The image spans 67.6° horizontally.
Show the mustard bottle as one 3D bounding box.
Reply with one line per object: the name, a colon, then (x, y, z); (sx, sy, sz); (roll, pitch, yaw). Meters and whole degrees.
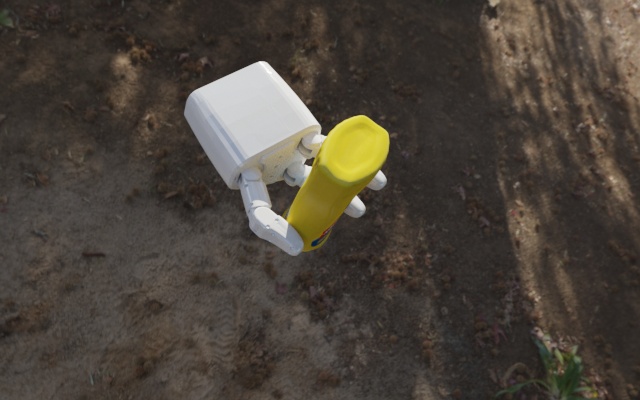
mustard bottle: (0.000, 0.002, 0.505); (0.058, 0.096, 0.192); (35, -39, 1)
